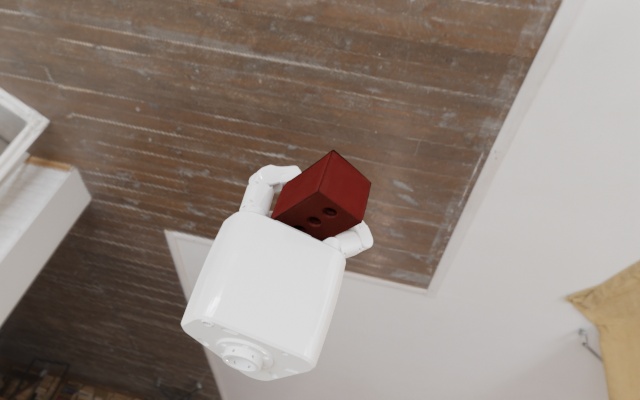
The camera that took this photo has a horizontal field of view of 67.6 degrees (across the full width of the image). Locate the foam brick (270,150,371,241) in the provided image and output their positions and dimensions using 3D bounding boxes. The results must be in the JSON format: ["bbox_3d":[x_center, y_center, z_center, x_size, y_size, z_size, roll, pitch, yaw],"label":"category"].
[{"bbox_3d":[0.000,0.001,0.445,0.053,0.051,0.078,37,-43,-21],"label":"foam brick"}]
